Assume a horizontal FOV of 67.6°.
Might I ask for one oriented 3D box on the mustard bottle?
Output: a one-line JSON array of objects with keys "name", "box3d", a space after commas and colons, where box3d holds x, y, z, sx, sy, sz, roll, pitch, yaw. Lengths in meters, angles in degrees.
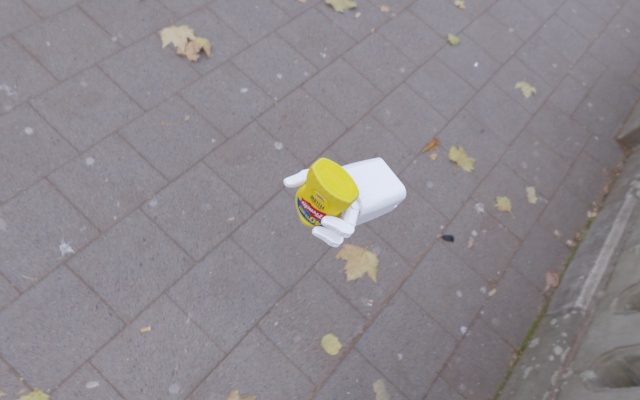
[{"name": "mustard bottle", "box3d": [0.000, 0.003, 0.892, 0.058, 0.096, 0.192, -45, -5, -30]}]
